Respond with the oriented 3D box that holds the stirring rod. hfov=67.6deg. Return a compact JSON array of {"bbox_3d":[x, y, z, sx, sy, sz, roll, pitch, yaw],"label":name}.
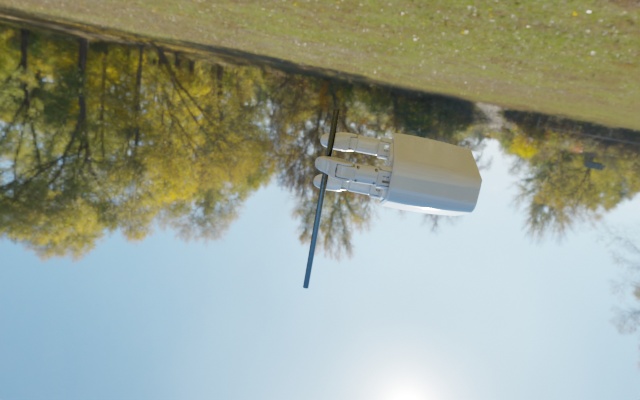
[{"bbox_3d":[0.000,0.002,0.618,0.011,0.239,0.011,9,13,-2],"label":"stirring rod"}]
